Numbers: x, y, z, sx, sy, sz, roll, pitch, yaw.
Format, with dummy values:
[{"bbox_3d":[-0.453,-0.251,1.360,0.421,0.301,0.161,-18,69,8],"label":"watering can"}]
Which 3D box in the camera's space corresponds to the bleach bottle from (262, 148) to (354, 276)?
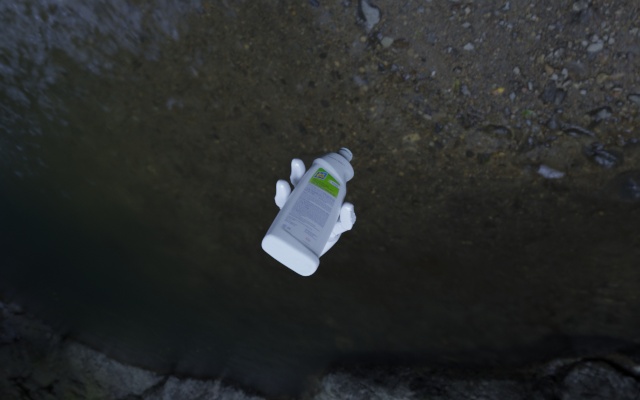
[{"bbox_3d":[0.000,0.003,0.839,0.102,0.250,0.068,33,-34,-2],"label":"bleach bottle"}]
